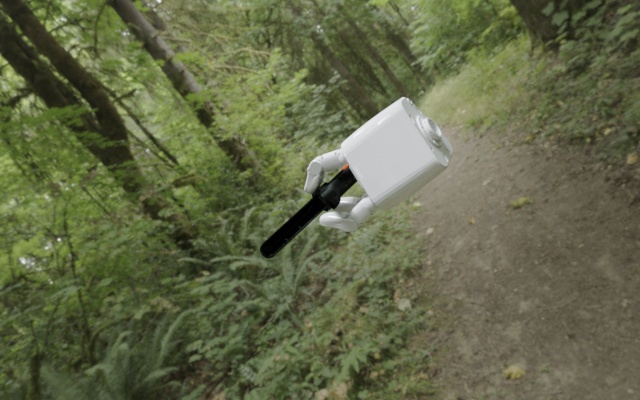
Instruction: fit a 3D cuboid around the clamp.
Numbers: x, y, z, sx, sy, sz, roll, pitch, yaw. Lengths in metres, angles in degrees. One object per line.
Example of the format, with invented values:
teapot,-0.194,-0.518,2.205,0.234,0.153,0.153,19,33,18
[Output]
clamp,0.000,0.001,0.710,0.165,0.036,0.210,-39,4,32
